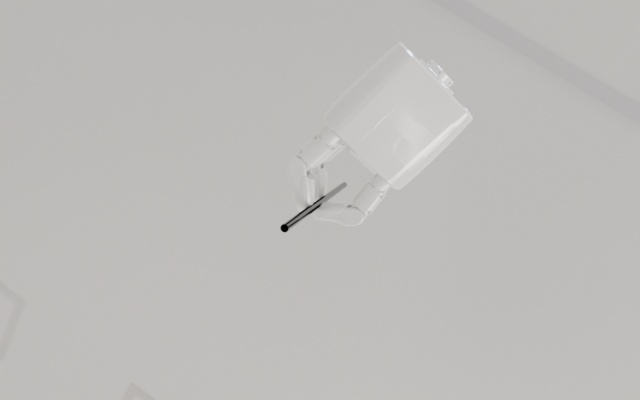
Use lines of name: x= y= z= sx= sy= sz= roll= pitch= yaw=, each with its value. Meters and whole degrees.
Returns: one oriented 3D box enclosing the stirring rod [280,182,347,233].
stirring rod: x=0.000 y=0.002 z=0.546 sx=0.011 sy=0.011 sz=0.239 roll=0 pitch=11 yaw=16
